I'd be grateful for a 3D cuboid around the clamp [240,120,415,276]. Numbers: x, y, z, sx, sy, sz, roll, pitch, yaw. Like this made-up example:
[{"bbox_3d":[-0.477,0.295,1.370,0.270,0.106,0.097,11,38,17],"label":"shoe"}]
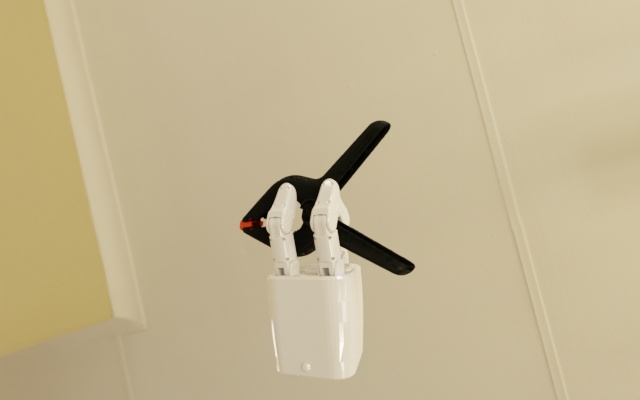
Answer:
[{"bbox_3d":[0.000,0.002,0.542,0.210,0.164,0.036,-4,-5,27],"label":"clamp"}]
